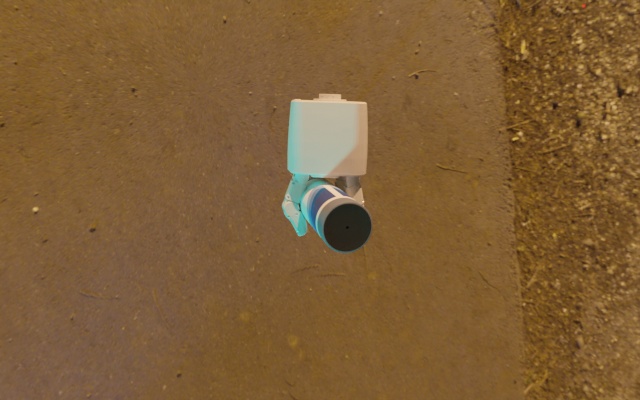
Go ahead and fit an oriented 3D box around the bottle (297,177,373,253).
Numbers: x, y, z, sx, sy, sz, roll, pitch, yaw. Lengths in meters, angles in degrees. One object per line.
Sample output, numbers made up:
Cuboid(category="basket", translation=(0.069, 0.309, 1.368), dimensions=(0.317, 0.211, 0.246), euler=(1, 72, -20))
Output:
Cuboid(category="bottle", translation=(0.000, 0.003, 0.730), dimensions=(0.069, 0.069, 0.295), euler=(0, 12, -14))
